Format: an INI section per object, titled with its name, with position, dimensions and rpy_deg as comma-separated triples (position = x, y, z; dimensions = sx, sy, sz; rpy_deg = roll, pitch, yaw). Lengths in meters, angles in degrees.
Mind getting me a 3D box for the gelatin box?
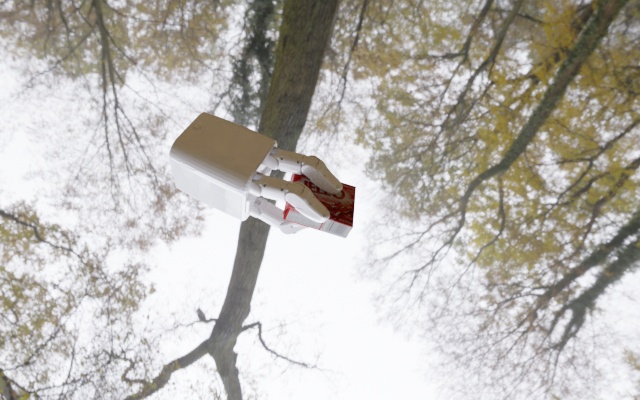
[gelatin box]
position = 0.000, 0.002, 0.622
dimensions = 0.089, 0.073, 0.030
rpy_deg = 18, -44, -10
